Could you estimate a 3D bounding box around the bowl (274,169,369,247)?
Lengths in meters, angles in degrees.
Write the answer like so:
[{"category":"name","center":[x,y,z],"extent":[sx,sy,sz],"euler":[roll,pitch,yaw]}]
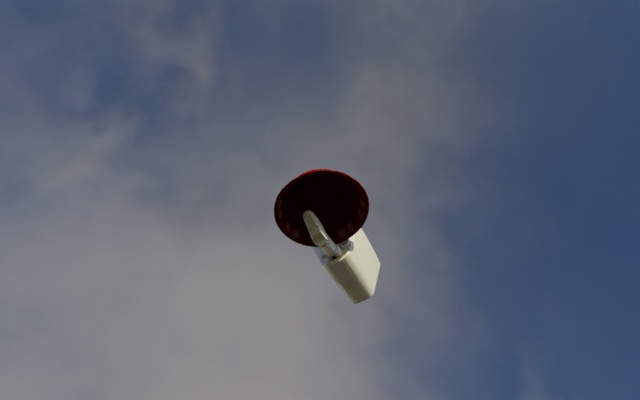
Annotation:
[{"category":"bowl","center":[0.000,0.001,0.822],"extent":[0.162,0.162,0.055],"euler":[0,36,-6]}]
